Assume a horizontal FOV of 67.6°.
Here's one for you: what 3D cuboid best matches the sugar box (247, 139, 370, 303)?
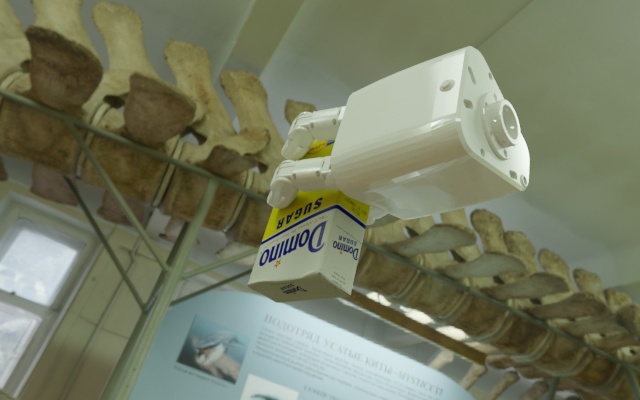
[{"bbox_3d":[0.000,0.001,0.433,0.093,0.176,0.048,-17,-45,43],"label":"sugar box"}]
